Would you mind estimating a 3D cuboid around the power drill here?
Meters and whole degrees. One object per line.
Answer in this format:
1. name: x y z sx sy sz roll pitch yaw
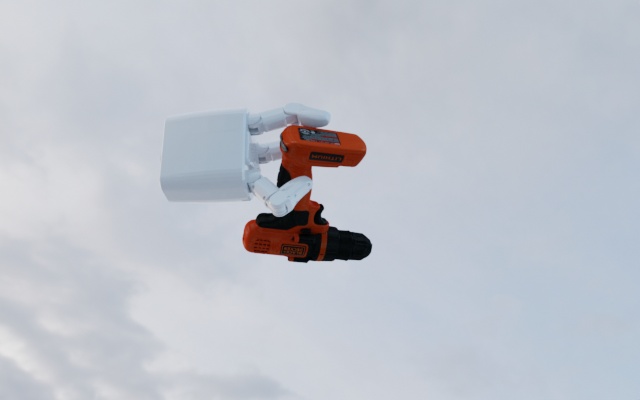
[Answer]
1. power drill: 0.000 0.002 0.629 0.184 0.188 0.057 6 30 -16
